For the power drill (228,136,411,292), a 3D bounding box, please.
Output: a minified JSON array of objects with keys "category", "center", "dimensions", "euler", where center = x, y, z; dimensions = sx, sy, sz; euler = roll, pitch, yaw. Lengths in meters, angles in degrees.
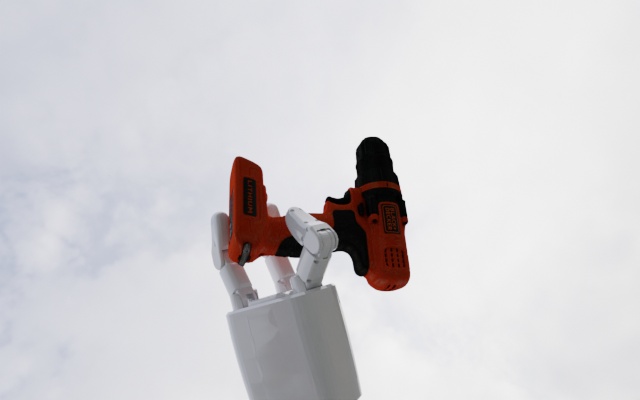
[{"category":"power drill","center":[0.000,0.002,0.501],"dimensions":[0.187,0.184,0.057],"euler":[4,-32,-14]}]
